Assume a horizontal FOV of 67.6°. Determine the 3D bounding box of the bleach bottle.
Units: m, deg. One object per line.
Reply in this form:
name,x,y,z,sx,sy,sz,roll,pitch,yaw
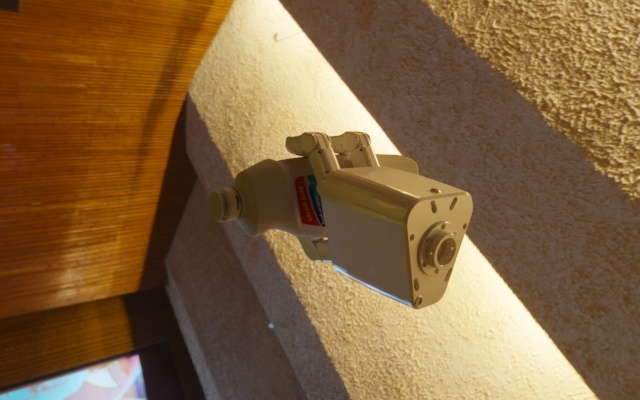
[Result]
bleach bottle,0.000,0.002,0.522,0.251,0.102,0.068,-7,18,-38
